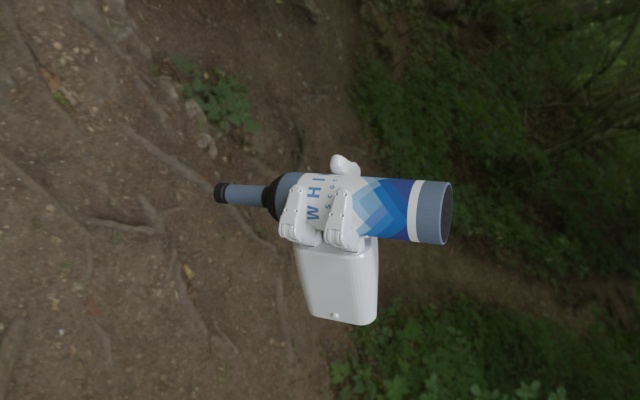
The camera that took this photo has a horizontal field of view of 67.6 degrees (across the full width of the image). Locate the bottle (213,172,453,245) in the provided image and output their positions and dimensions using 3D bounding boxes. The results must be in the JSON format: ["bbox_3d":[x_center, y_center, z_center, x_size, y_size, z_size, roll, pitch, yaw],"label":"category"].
[{"bbox_3d":[0.000,0.002,0.565,0.295,0.069,0.069,5,2,25],"label":"bottle"}]
